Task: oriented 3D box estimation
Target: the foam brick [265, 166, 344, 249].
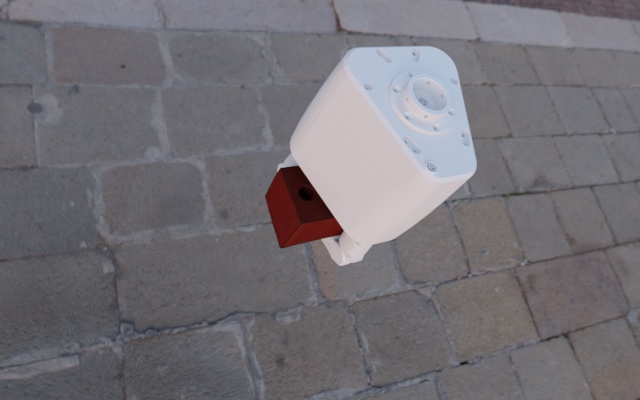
[{"bbox_3d":[0.000,0.002,0.408,0.078,0.053,0.051,-11,-22,-27],"label":"foam brick"}]
